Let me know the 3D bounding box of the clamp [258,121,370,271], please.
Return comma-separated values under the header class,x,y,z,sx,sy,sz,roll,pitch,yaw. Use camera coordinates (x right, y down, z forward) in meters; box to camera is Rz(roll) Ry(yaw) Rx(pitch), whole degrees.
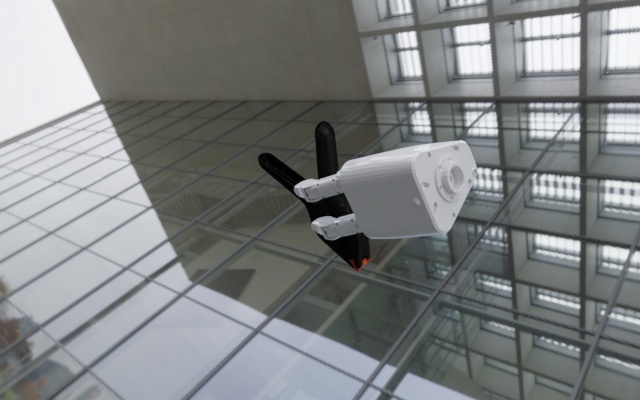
class,x,y,z,sx,sy,sz,roll,pitch,yaw
clamp,0.001,0.002,0.652,0.036,0.210,0.164,-38,19,-33
